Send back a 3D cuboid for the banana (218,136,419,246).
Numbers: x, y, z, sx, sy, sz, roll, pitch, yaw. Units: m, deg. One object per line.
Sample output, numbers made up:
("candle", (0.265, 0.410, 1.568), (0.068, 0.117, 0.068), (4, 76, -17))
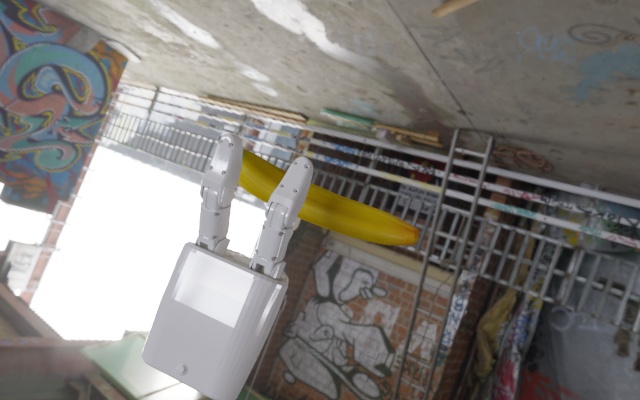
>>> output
("banana", (-0.007, 0.001, 0.444), (0.198, 0.037, 0.069), (24, -7, -9))
